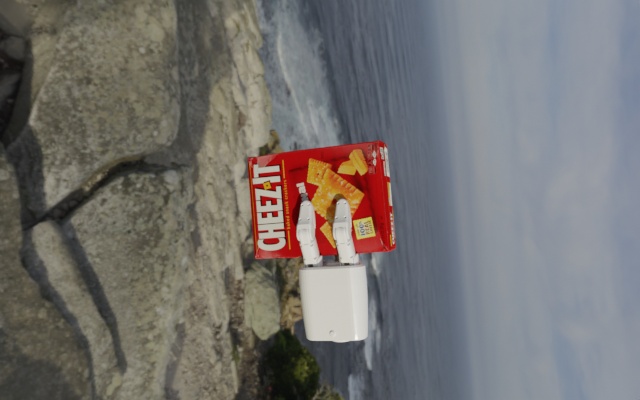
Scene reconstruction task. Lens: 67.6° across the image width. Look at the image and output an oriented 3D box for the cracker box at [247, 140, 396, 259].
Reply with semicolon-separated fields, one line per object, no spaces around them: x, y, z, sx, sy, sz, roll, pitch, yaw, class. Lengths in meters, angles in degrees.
0.000;0.002;0.736;0.214;0.164;0.072;-5;-2;17;cracker box
